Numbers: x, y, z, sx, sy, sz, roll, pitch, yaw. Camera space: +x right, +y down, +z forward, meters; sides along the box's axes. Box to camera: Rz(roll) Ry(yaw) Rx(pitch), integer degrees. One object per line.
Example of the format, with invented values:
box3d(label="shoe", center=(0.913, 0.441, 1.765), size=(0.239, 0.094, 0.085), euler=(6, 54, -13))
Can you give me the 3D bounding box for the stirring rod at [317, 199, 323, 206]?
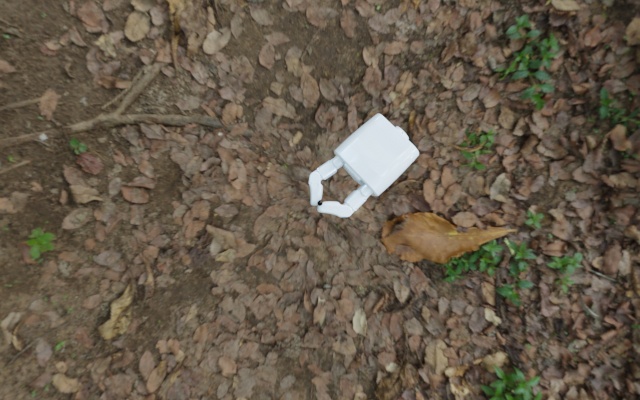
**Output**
box3d(label="stirring rod", center=(0.000, 0.003, 0.860), size=(0.011, 0.011, 0.239), euler=(0, 1, 0))
